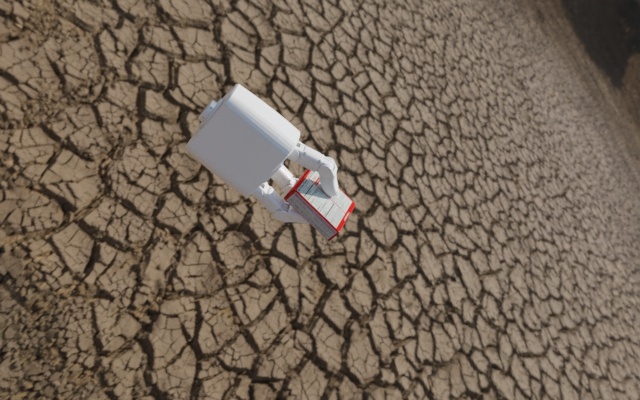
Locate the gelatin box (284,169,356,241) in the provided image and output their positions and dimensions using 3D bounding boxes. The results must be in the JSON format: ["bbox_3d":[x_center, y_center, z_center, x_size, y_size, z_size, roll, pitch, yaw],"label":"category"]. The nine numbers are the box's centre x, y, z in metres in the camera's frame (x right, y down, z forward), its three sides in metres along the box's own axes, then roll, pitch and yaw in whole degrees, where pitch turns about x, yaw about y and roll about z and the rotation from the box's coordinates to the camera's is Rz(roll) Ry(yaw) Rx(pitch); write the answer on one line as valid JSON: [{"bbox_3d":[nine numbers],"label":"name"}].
[{"bbox_3d":[0.001,0.002,0.678,0.030,0.089,0.073,-41,9,39],"label":"gelatin box"}]
